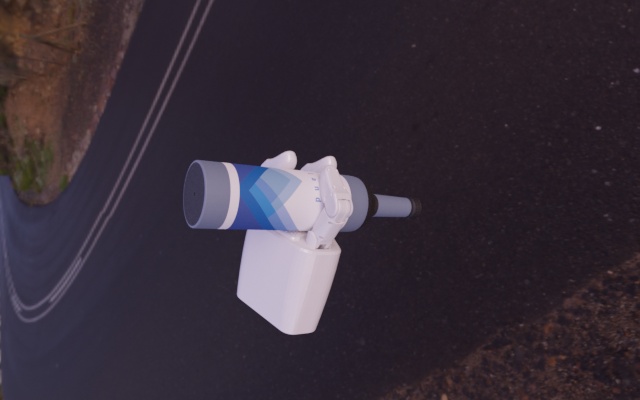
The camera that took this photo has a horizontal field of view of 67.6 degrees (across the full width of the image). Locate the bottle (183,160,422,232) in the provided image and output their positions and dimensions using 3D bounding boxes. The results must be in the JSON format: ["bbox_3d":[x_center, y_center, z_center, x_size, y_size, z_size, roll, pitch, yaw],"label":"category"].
[{"bbox_3d":[0.000,0.002,0.542,0.296,0.069,0.069,4,-2,-33],"label":"bottle"}]
